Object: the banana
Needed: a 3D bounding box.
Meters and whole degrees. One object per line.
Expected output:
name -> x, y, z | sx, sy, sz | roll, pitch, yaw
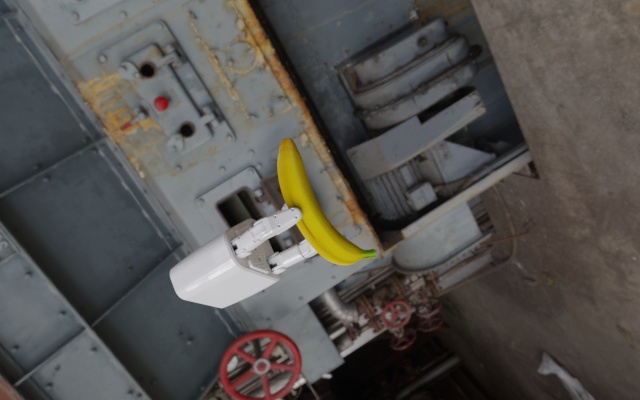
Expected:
banana -> -0.007, 0.013, 0.616 | 0.037, 0.198, 0.069 | -30, 9, 42
